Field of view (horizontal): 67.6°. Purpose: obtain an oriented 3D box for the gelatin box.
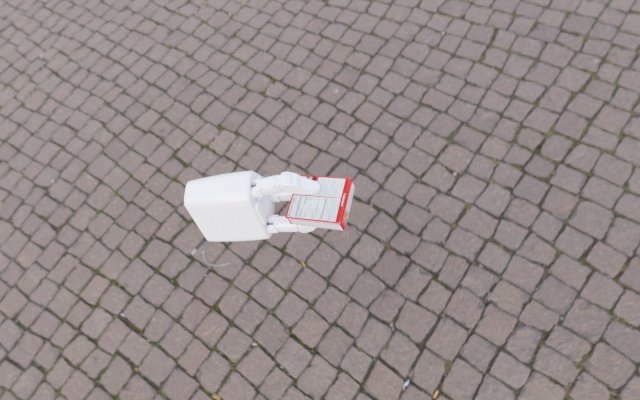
[{"bbox_3d":[0.000,0.002,0.704,0.089,0.073,0.030,5,-25,23],"label":"gelatin box"}]
